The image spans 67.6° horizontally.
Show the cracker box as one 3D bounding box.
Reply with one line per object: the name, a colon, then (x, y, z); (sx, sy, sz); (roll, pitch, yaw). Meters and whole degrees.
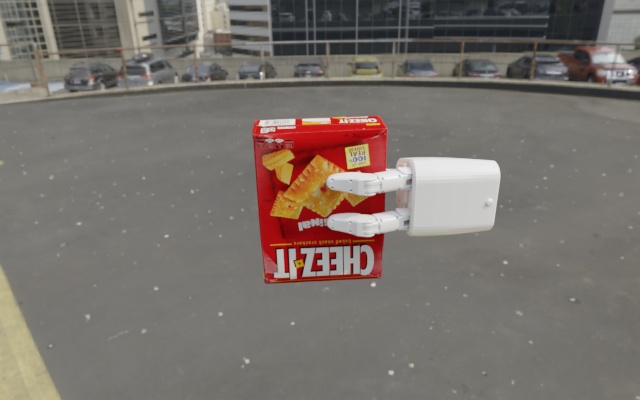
cracker box: (0.000, 0.002, 0.629); (0.164, 0.214, 0.072); (-2, 24, -2)
